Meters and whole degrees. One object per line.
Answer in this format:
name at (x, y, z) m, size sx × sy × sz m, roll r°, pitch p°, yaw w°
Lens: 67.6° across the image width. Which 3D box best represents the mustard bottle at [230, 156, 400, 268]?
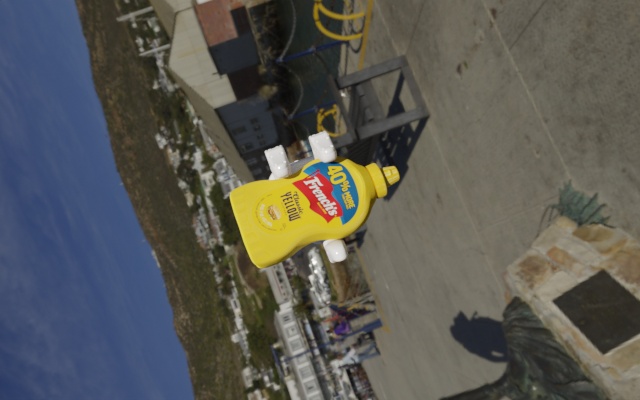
mustard bottle at (0.000, 0.002, 0.551) m, size 0.191 × 0.096 × 0.058 m, roll -20°, pitch -17°, yaw -4°
